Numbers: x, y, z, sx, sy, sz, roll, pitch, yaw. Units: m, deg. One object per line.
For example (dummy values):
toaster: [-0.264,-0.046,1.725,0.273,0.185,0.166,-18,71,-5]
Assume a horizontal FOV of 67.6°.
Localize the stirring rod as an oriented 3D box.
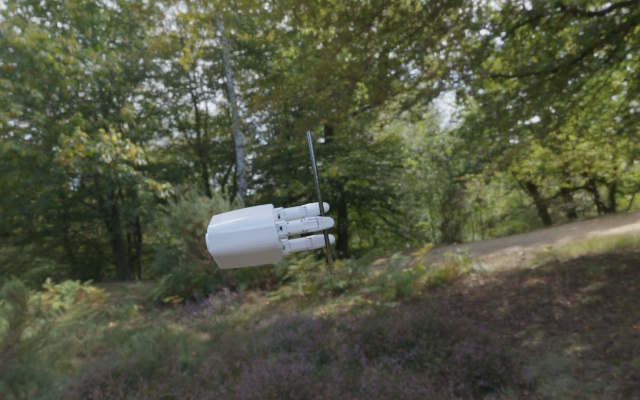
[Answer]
stirring rod: [0.000,0.003,0.788,0.011,0.239,0.011,-10,-5,-1]
